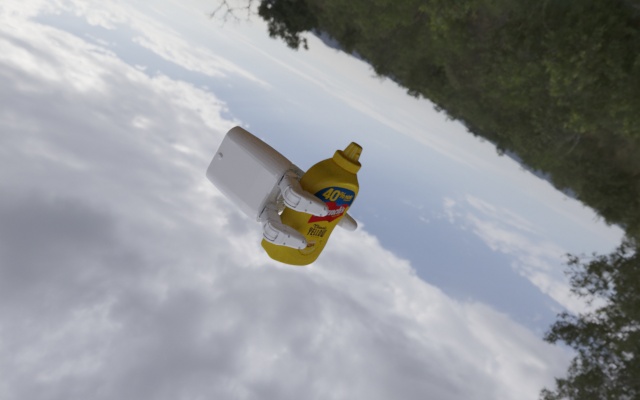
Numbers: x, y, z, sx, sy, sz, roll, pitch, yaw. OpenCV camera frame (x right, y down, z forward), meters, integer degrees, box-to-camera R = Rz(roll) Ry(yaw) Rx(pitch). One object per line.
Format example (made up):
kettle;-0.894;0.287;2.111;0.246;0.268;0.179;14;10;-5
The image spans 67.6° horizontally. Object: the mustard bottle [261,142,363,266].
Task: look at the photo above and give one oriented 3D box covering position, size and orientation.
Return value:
mustard bottle;0.000;0.003;0.665;0.096;0.192;0.058;14;26;-44
